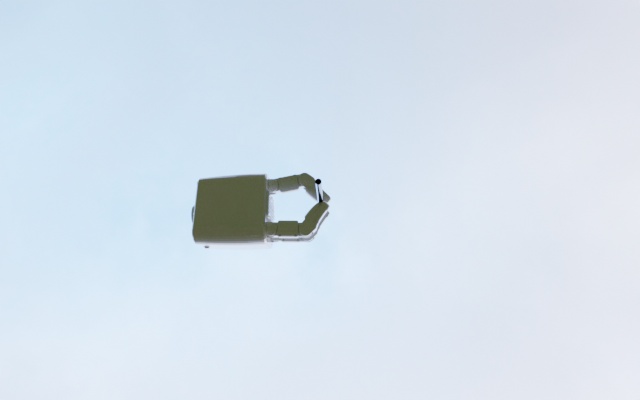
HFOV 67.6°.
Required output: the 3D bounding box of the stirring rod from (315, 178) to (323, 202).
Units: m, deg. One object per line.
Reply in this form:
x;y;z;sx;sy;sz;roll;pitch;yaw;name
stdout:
0.000;0.002;0.702;0.011;0.011;0.239;0;-12;1;stirring rod
